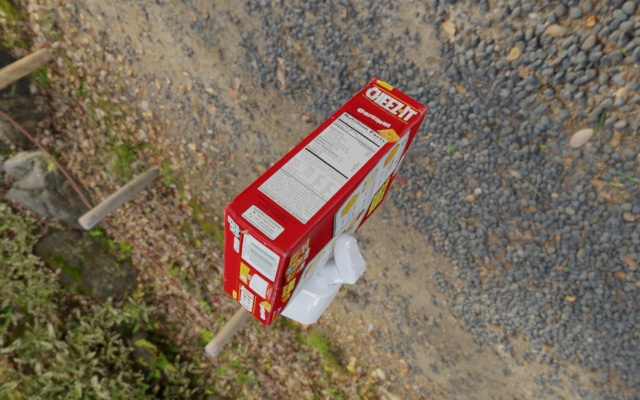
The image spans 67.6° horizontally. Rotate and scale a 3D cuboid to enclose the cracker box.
[{"bbox_3d":[0.000,0.002,0.469,0.072,0.213,0.164,37,-32,13],"label":"cracker box"}]
